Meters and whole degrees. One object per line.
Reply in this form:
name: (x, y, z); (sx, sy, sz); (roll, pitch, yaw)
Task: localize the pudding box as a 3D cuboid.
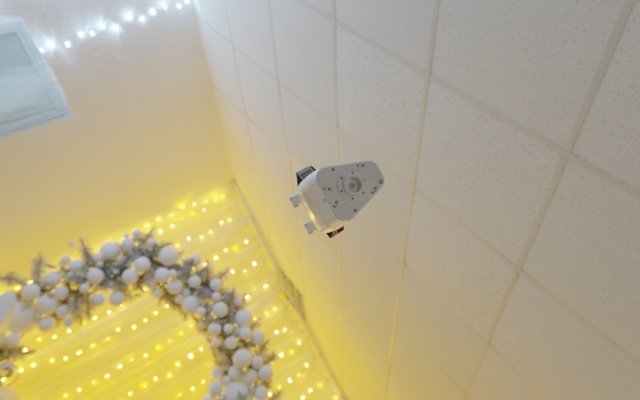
pudding box: (0.000, 0.003, 0.892); (0.039, 0.113, 0.090); (-28, -30, -16)
